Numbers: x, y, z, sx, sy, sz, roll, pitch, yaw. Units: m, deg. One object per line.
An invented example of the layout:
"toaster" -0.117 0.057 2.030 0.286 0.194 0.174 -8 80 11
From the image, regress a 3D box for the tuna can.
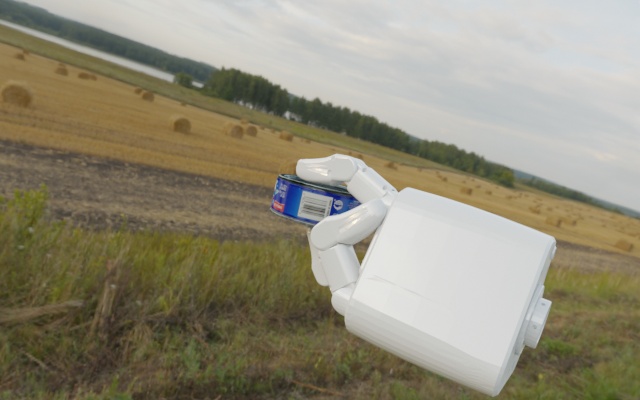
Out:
"tuna can" 0.000 0.001 0.425 0.086 0.034 0.086 12 6 -1
